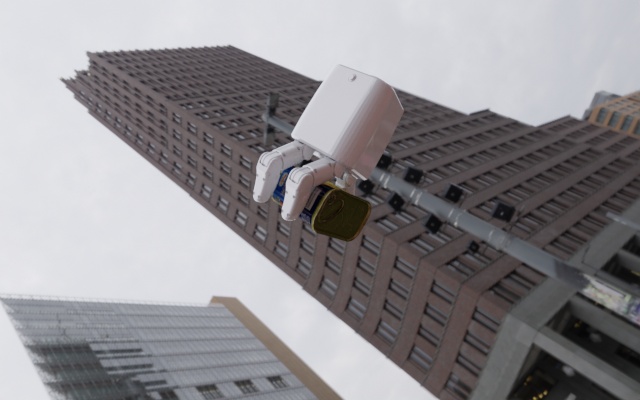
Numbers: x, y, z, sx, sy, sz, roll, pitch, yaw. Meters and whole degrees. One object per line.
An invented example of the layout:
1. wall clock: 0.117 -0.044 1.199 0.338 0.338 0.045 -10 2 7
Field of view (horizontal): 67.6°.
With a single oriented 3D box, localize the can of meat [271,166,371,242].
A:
1. can of meat: 0.000 0.002 0.593 0.084 0.057 0.102 32 7 36
